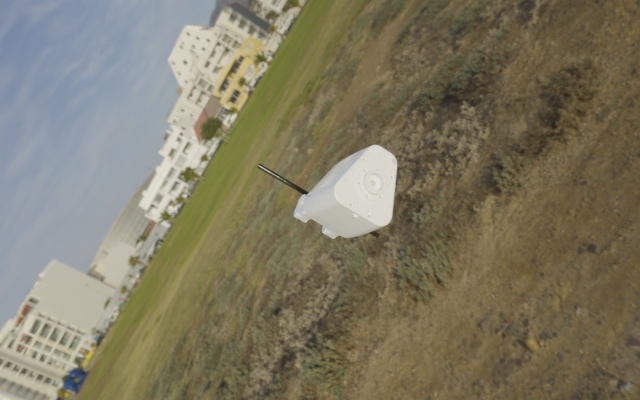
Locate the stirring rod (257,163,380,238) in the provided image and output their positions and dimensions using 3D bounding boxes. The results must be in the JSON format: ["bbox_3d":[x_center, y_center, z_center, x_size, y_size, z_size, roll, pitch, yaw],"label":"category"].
[{"bbox_3d":[0.000,0.003,0.798,0.239,0.011,0.011,30,-9,-15],"label":"stirring rod"}]
